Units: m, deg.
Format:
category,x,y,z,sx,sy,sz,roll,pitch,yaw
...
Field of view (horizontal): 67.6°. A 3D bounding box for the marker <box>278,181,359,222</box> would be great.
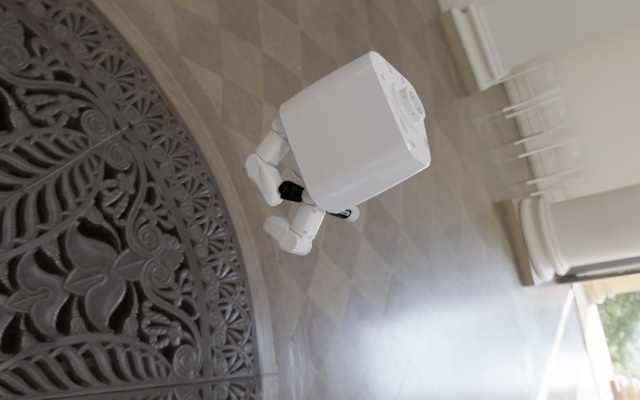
category,x,y,z,sx,sy,sz,roll,pitch,yaw
marker,0.000,0.002,0.491,0.020,0.020,0.121,0,-13,38
